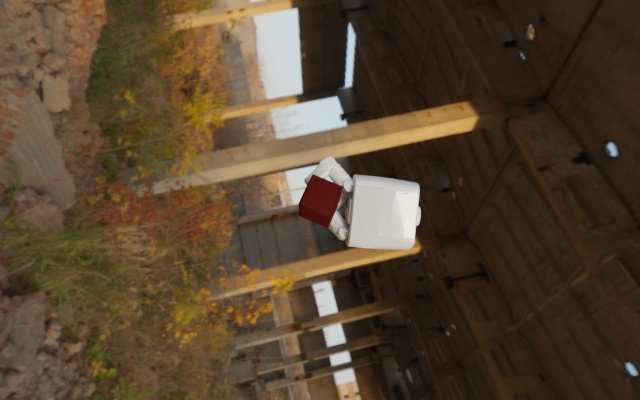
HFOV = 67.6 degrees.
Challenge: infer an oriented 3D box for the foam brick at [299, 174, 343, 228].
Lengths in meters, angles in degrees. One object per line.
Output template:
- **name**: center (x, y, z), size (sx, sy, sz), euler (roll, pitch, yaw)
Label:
- **foam brick**: center (0.000, 0.002, 0.729), size (0.051, 0.053, 0.078), euler (23, -14, 5)
